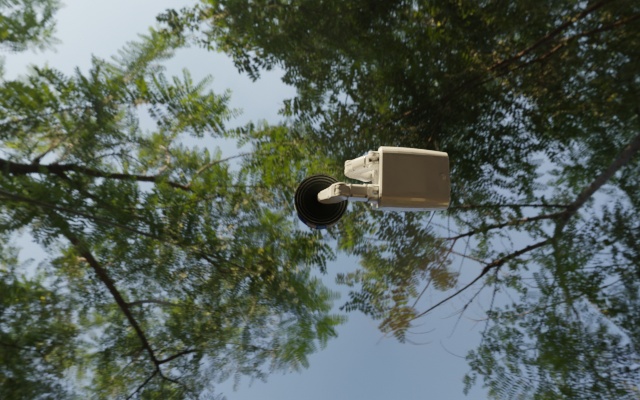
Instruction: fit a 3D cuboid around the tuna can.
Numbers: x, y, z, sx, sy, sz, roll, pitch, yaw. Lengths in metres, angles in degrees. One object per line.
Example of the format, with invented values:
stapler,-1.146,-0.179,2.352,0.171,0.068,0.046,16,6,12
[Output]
tuna can,0.000,0.003,0.766,0.086,0.086,0.034,0,-15,-4
